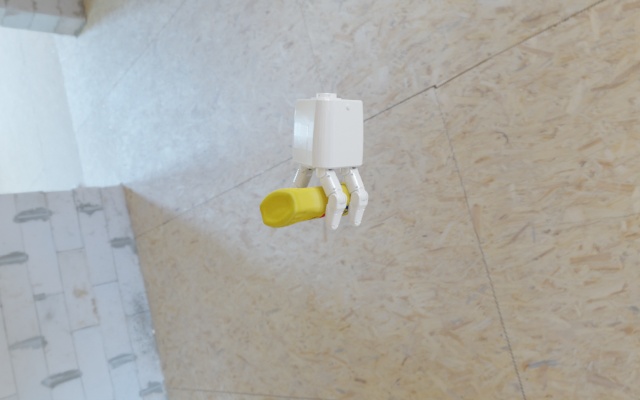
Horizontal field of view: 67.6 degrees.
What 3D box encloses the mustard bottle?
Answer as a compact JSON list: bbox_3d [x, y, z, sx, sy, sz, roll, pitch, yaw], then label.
[{"bbox_3d":[0.000,0.003,0.796,0.191,0.058,0.096,-9,-10,-43],"label":"mustard bottle"}]
